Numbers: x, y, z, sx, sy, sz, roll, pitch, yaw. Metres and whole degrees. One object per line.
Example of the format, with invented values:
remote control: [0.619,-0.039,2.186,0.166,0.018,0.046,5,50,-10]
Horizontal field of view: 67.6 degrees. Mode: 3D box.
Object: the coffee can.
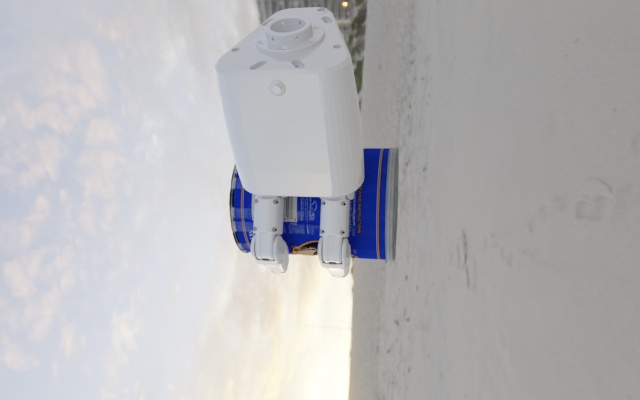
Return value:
coffee can: [0.000,0.002,0.443,0.140,0.103,0.103,2,0,11]
